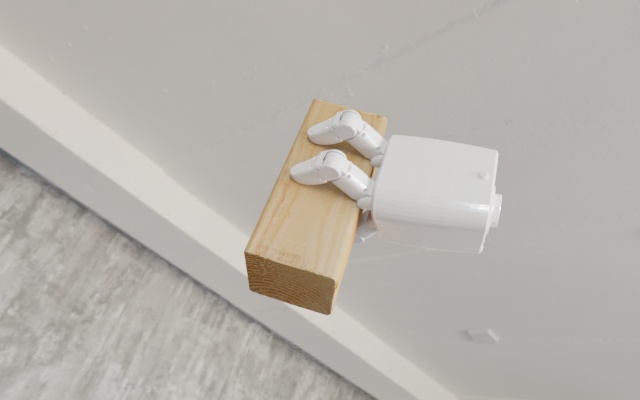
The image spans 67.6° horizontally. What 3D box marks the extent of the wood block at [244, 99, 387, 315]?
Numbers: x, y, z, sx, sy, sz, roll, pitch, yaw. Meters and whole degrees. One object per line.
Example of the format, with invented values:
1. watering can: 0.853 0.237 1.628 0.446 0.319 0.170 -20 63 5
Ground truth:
1. wood block: 0.000 0.002 0.511 0.090 0.206 0.091 16 -34 8
